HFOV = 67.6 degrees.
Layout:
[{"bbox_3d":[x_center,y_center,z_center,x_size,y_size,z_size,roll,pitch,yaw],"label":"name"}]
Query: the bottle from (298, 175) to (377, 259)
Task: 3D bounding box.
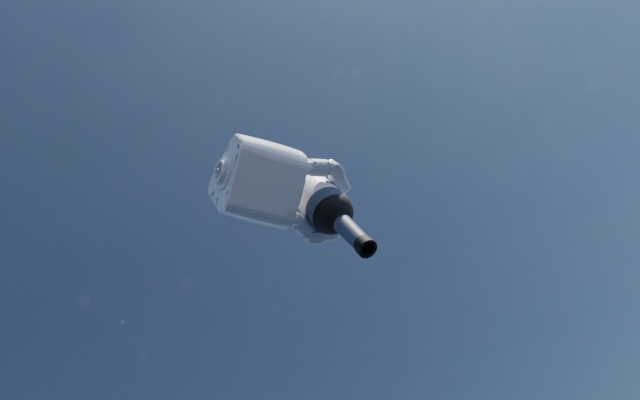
[{"bbox_3d":[0.000,0.002,0.729,0.069,0.069,0.295,0,24,-27],"label":"bottle"}]
